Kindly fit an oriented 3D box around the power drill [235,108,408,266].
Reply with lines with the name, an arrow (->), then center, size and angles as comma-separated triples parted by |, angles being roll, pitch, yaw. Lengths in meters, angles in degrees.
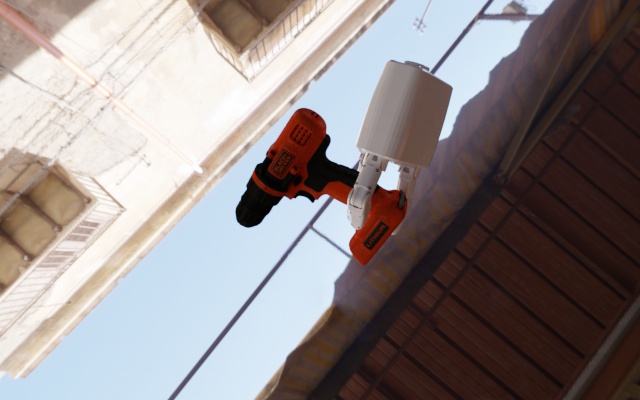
power drill -> 0.001, 0.002, 0.610 | 0.187, 0.184, 0.057 | 33, 27, -6
